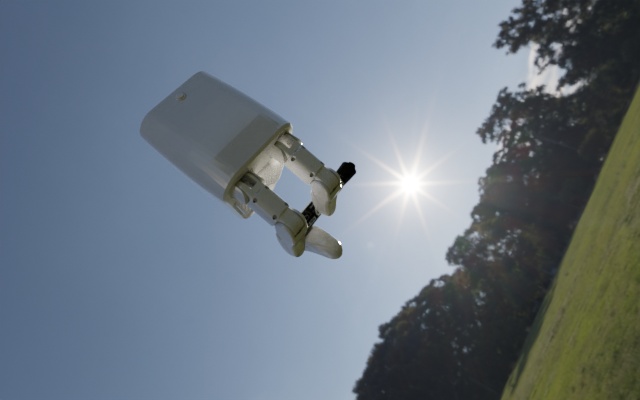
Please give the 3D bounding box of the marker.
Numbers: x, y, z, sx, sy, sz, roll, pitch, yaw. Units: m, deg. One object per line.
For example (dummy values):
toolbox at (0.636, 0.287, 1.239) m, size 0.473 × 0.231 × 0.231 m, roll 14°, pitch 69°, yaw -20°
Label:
marker at (0.000, 0.002, 0.493) m, size 0.020 × 0.020 × 0.121 m, roll 0°, pitch 43°, yaw 51°
